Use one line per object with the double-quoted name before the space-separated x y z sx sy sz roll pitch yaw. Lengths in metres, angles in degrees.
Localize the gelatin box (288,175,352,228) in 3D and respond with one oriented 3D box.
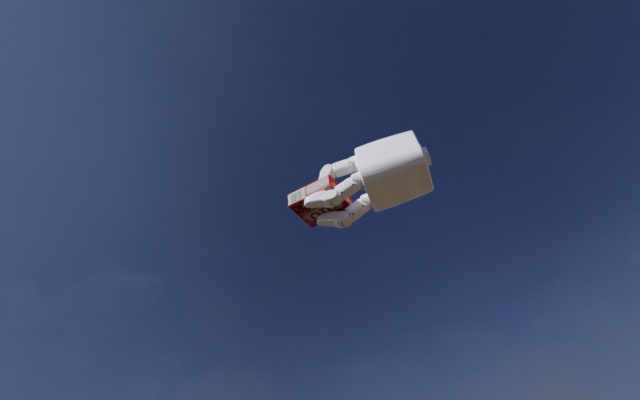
"gelatin box" 0.000 0.002 0.817 0.089 0.030 0.073 -25 -46 22
